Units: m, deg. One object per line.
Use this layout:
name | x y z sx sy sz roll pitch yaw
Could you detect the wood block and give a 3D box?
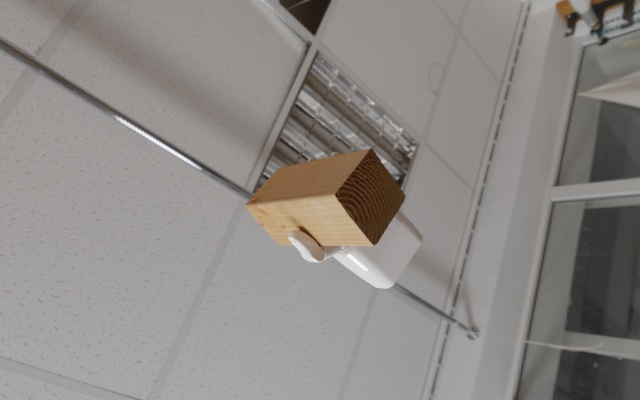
wood block | 0.000 0.003 0.663 0.206 0.090 0.090 -7 39 51
